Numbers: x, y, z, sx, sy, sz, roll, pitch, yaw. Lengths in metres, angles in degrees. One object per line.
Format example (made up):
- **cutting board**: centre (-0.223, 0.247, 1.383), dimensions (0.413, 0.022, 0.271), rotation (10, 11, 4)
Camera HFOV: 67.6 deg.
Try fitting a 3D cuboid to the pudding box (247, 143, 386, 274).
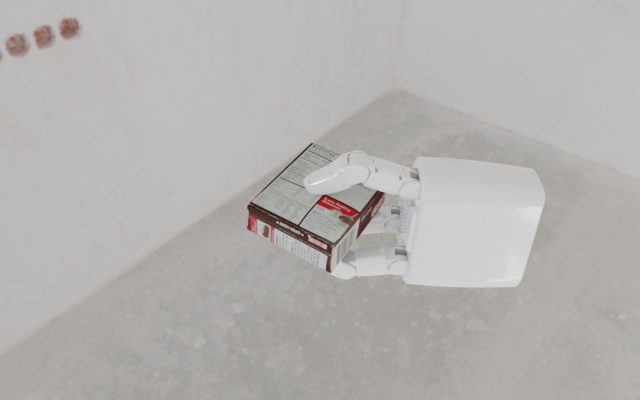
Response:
- **pudding box**: centre (0.000, 0.001, 0.443), dimensions (0.090, 0.039, 0.113), rotation (25, 45, 19)
